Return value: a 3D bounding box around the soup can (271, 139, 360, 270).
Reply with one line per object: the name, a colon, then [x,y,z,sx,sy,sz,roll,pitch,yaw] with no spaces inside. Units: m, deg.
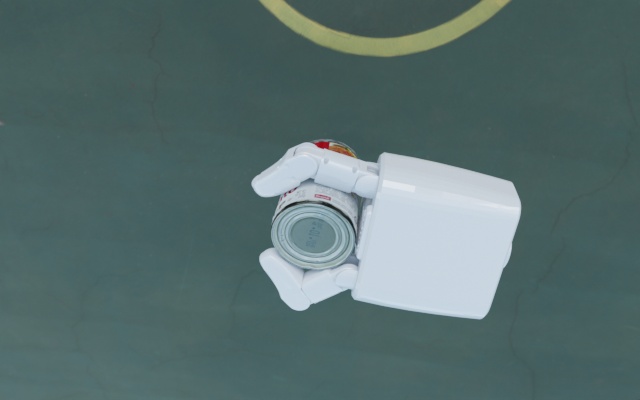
soup can: [0.000,0.001,0.403,0.068,0.068,0.102,0,34,8]
